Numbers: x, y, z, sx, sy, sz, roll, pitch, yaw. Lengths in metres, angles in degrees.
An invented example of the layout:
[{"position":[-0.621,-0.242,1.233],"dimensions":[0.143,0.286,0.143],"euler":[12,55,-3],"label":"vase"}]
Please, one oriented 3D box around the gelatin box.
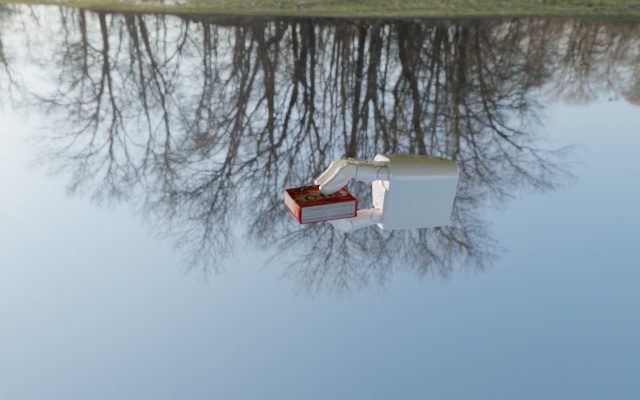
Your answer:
[{"position":[0.000,0.003,0.694],"dimensions":[0.089,0.030,0.073],"euler":[-8,24,-19],"label":"gelatin box"}]
